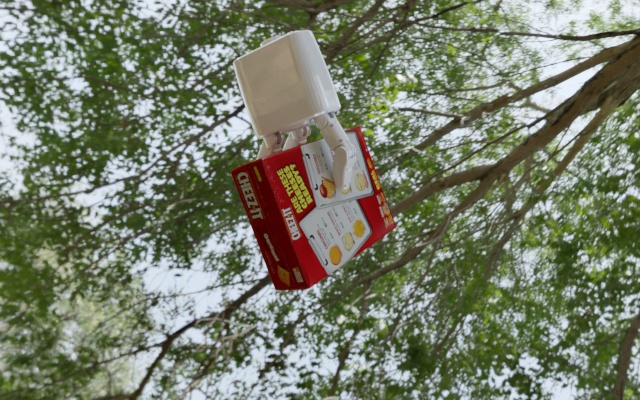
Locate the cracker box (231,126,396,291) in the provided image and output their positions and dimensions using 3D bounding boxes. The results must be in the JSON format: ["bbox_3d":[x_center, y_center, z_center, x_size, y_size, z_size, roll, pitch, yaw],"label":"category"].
[{"bbox_3d":[0.000,0.002,0.646,0.072,0.164,0.213,-15,7,42],"label":"cracker box"}]
